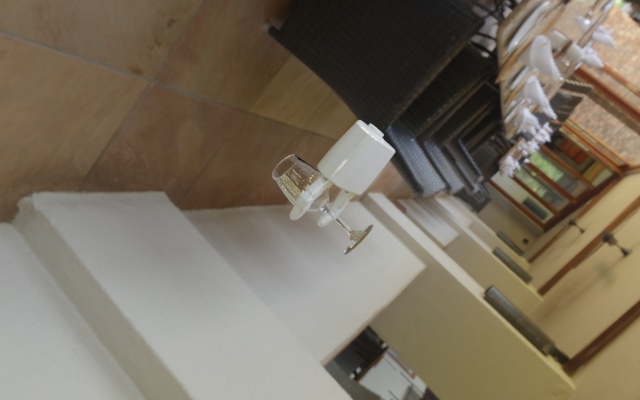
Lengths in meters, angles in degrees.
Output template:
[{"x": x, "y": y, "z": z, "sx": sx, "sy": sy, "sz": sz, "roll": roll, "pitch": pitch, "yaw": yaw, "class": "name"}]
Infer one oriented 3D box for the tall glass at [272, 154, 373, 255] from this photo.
[{"x": 0.000, "y": 0.003, "z": 0.877, "sx": 0.201, "sy": 0.079, "sz": 0.079, "roll": 44, "pitch": 14, "yaw": 15, "class": "tall glass"}]
